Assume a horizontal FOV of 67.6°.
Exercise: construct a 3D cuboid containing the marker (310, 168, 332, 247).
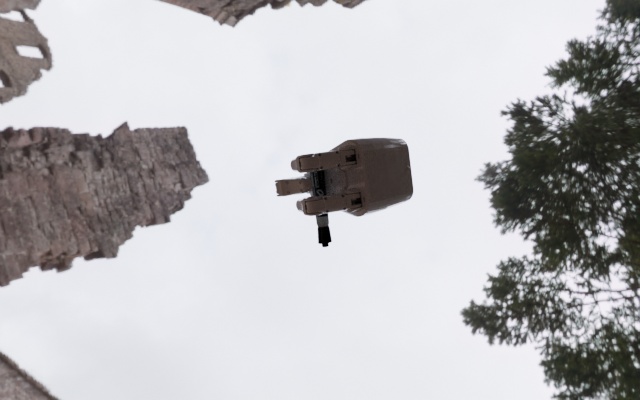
[{"bbox_3d":[0.000,0.002,0.631,0.020,0.121,0.020,-7,6,1],"label":"marker"}]
